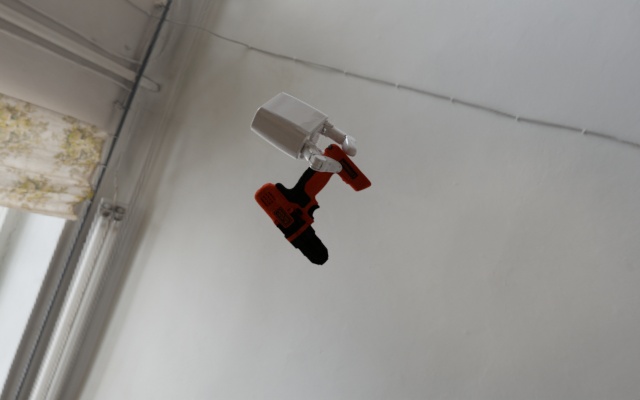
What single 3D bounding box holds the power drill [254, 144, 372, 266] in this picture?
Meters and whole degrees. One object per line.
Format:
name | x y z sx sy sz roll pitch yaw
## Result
power drill | 0.000 0.002 0.878 0.187 0.184 0.057 -41 7 3
